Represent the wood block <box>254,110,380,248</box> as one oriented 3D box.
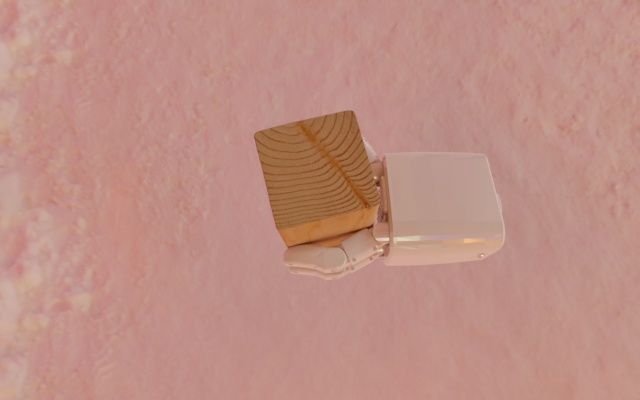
[{"bbox_3d":[0.000,0.001,0.491,0.090,0.090,0.206,-14,-17,-2],"label":"wood block"}]
